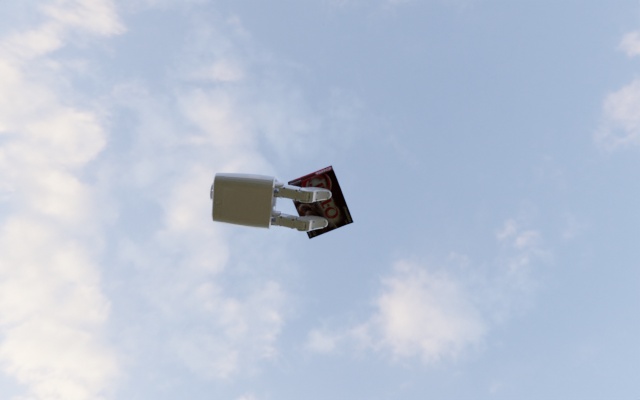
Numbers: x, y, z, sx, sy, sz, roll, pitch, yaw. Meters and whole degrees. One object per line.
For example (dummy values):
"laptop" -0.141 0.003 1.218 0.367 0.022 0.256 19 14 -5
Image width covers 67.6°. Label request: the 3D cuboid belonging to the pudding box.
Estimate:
"pudding box" 0.000 0.003 0.878 0.090 0.113 0.039 -21 20 5
